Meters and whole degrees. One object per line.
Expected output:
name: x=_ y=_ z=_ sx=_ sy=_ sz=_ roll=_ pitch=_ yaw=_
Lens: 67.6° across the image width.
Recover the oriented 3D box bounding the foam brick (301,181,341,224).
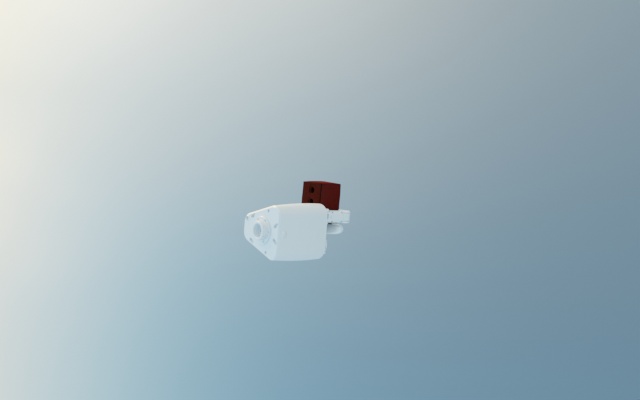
foam brick: x=0.000 y=0.003 z=0.897 sx=0.051 sy=0.078 sz=0.053 roll=1 pitch=5 yaw=-41
